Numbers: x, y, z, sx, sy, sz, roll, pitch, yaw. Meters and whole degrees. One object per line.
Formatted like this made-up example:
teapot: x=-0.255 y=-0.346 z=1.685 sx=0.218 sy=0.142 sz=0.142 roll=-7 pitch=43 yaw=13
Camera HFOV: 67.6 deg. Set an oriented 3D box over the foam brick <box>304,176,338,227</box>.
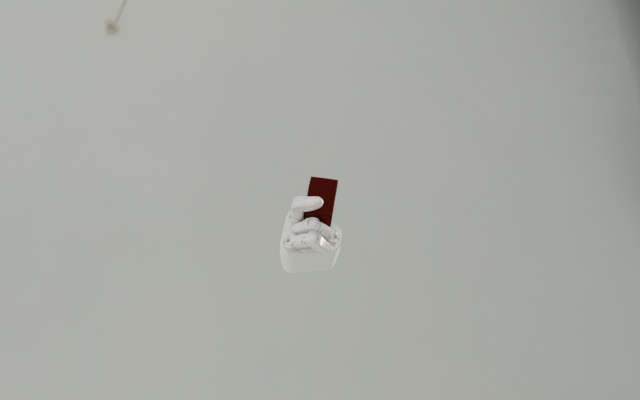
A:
foam brick: x=0.000 y=0.003 z=0.887 sx=0.053 sy=0.078 sz=0.051 roll=10 pitch=-29 yaw=3
